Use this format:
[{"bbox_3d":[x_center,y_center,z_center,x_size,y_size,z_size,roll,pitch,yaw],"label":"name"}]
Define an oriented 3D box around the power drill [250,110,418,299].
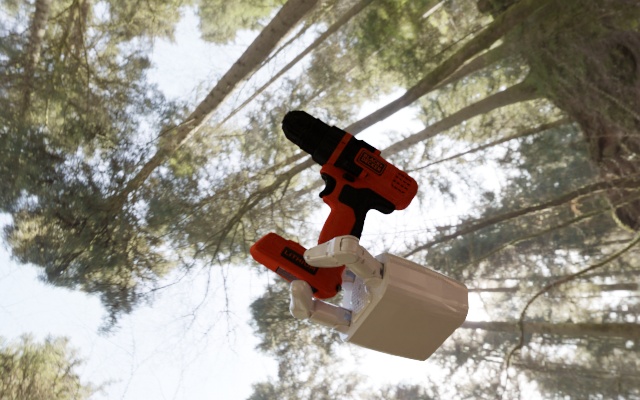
[{"bbox_3d":[0.000,0.002,0.549,0.184,0.187,0.057,32,-20,2],"label":"power drill"}]
